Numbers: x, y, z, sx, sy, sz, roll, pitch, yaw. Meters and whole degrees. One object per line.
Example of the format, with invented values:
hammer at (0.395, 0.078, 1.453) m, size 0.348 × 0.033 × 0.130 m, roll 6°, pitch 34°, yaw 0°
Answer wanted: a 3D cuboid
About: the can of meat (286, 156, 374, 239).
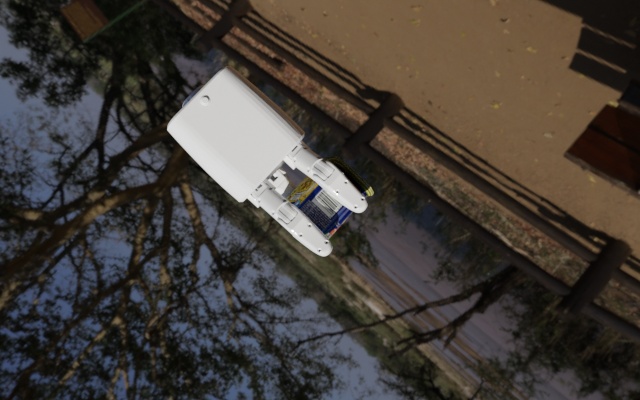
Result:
can of meat at (0.000, 0.002, 0.526) m, size 0.057 × 0.084 × 0.102 m, roll 44°, pitch -7°, yaw -12°
